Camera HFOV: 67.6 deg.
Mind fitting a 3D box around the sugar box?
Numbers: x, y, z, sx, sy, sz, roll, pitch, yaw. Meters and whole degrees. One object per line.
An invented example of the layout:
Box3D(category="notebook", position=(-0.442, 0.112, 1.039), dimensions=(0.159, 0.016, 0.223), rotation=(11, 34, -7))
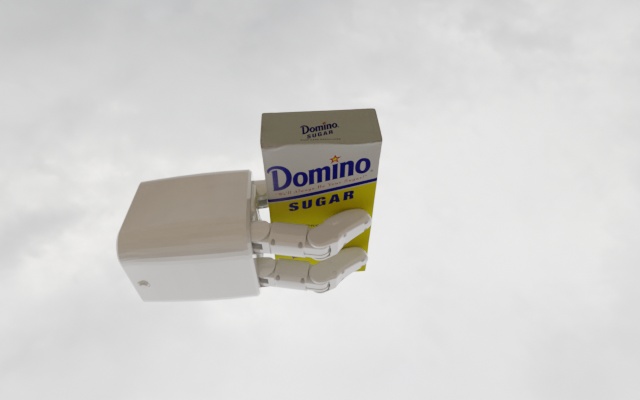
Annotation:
Box3D(category="sugar box", position=(0.000, 0.002, 0.425), dimensions=(0.093, 0.048, 0.176), rotation=(-3, -39, -2))
